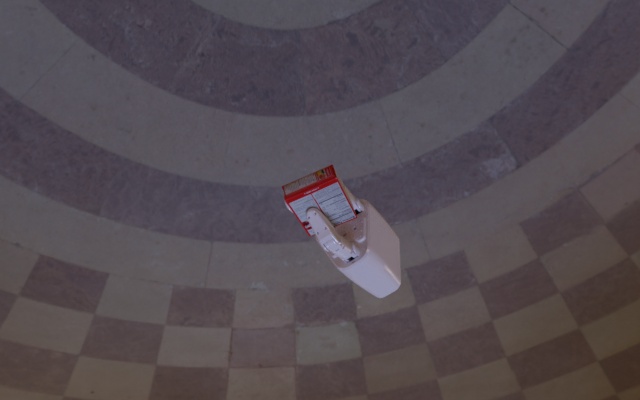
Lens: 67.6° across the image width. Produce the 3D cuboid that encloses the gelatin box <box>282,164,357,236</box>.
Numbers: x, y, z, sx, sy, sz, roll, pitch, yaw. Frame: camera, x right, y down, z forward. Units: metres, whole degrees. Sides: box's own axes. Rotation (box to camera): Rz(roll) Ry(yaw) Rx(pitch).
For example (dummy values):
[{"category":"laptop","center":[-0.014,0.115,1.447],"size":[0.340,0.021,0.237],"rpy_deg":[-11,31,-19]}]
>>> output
[{"category":"gelatin box","center":[0.000,0.002,0.635],"size":[0.073,0.030,0.089],"rpy_deg":[-23,-44,8]}]
